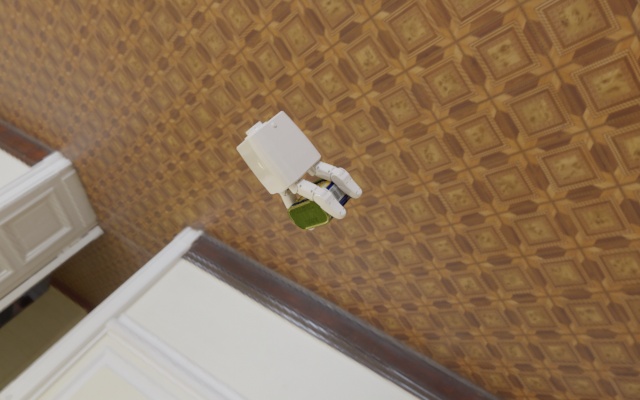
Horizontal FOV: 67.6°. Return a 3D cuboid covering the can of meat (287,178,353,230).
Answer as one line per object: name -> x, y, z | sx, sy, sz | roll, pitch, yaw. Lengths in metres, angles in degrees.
can of meat -> 0.000, 0.003, 0.847 | 0.102, 0.057, 0.084 | -20, 20, 50
